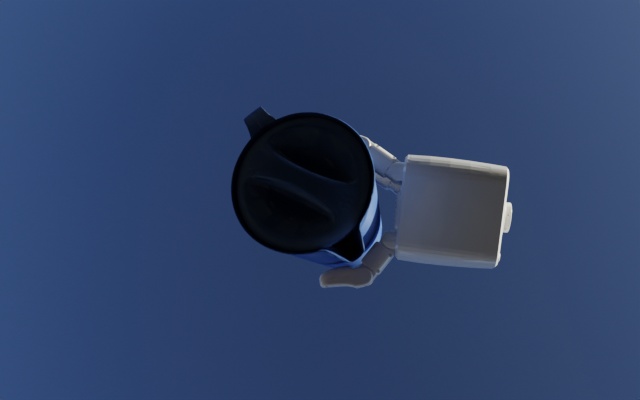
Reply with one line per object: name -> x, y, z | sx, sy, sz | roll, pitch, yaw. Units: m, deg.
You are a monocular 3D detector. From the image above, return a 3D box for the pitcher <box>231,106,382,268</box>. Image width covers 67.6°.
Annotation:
pitcher -> 0.000, 0.002, 0.537 | 0.145, 0.149, 0.243 | 6, -13, 13
